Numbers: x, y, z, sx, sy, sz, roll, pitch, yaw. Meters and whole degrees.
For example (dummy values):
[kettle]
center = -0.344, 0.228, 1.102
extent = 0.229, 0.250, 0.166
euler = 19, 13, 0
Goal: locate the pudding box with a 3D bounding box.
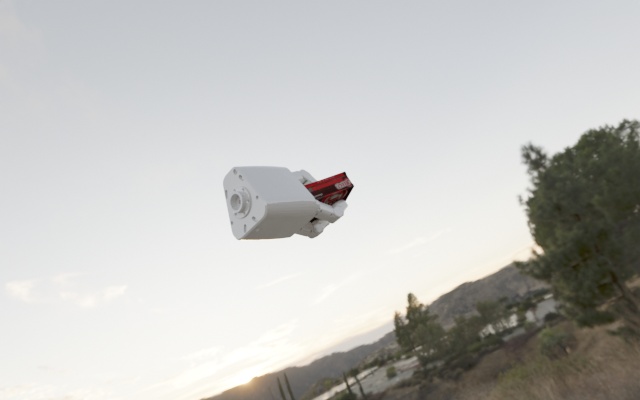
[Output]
[pudding box]
center = 0.000, 0.003, 0.839
extent = 0.090, 0.039, 0.113
euler = -19, -21, -24
